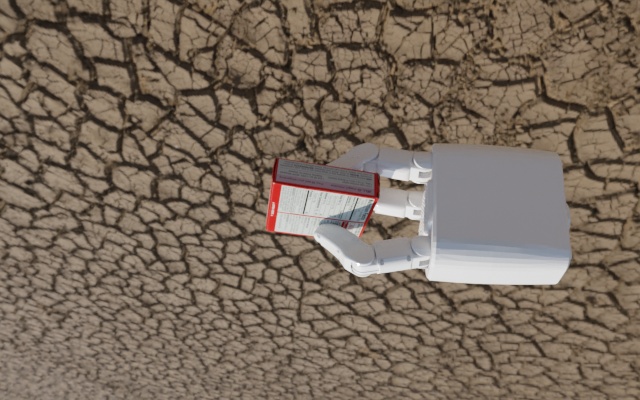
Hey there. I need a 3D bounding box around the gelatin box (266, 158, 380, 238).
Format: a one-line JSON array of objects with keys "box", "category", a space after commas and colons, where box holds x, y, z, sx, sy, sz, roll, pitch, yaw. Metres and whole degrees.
[{"box": [0.000, 0.002, 0.413, 0.089, 0.030, 0.073, 7, -36, -6], "category": "gelatin box"}]
